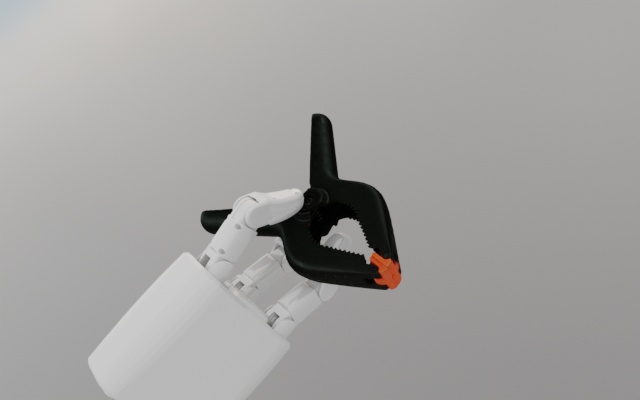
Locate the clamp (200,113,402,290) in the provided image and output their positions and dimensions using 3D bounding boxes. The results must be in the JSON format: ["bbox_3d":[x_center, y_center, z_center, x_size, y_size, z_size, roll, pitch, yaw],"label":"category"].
[{"bbox_3d":[0.000,0.001,0.416,0.210,0.164,0.036,29,-18,44],"label":"clamp"}]
